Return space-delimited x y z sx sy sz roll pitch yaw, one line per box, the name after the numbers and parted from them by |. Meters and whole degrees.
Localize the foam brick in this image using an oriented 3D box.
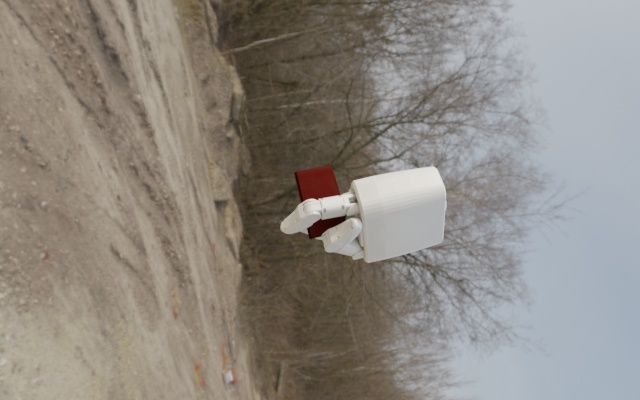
0.000 0.002 0.629 0.051 0.078 0.053 -13 -30 -2 | foam brick
